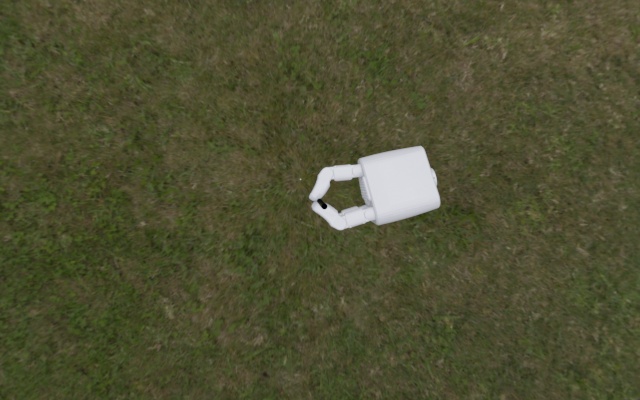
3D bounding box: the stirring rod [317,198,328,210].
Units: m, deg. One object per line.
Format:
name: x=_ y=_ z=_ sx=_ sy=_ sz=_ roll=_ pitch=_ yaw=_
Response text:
stirring rod: x=0.000 y=0.002 z=0.729 sx=0.011 sy=0.011 sz=0.239 roll=0 pitch=3 yaw=-2
